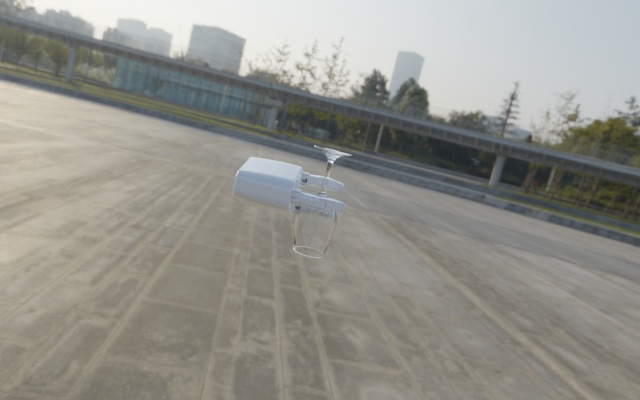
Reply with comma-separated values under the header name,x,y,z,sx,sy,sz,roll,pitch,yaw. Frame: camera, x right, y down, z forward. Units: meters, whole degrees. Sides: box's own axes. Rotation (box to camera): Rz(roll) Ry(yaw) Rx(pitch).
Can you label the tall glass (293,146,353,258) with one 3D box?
name,x,y,z,sx,sy,sz,roll,pitch,yaw
tall glass,0.000,0.002,0.898,0.079,0.201,0.079,13,7,-2
